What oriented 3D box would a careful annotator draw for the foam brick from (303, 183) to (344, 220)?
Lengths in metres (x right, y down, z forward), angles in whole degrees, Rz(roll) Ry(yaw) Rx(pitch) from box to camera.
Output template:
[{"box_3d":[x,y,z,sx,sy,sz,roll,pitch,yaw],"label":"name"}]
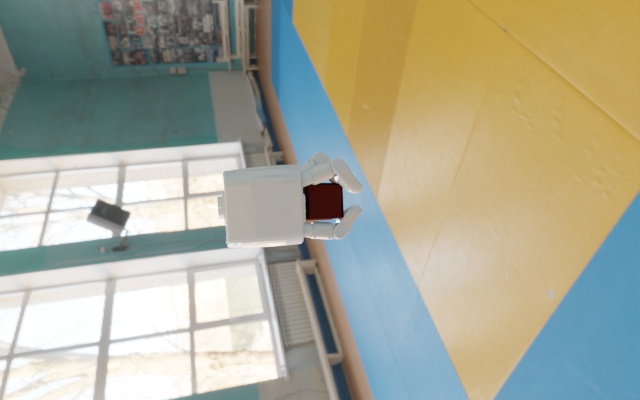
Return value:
[{"box_3d":[0.000,0.002,0.715,0.051,0.053,0.078,-1,-4,-12],"label":"foam brick"}]
